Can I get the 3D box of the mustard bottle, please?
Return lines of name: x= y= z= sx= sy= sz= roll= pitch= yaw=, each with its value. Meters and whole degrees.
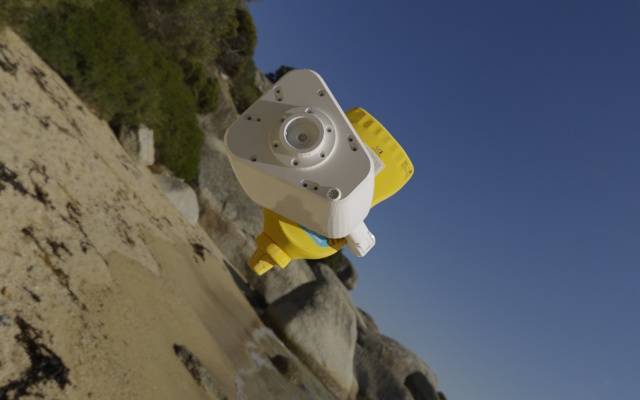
mustard bottle: x=0.000 y=0.001 z=0.488 sx=0.191 sy=0.096 sz=0.058 roll=-45 pitch=12 yaw=-10
